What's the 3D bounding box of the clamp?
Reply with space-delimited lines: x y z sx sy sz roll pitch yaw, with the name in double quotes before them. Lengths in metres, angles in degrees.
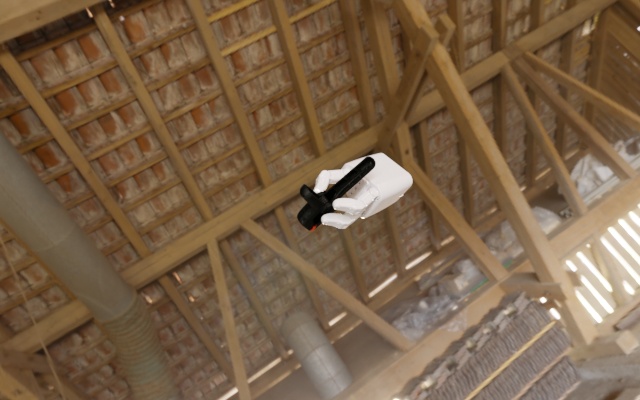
"clamp" 0.000 0.003 0.900 0.164 0.036 0.210 -21 -21 -37
